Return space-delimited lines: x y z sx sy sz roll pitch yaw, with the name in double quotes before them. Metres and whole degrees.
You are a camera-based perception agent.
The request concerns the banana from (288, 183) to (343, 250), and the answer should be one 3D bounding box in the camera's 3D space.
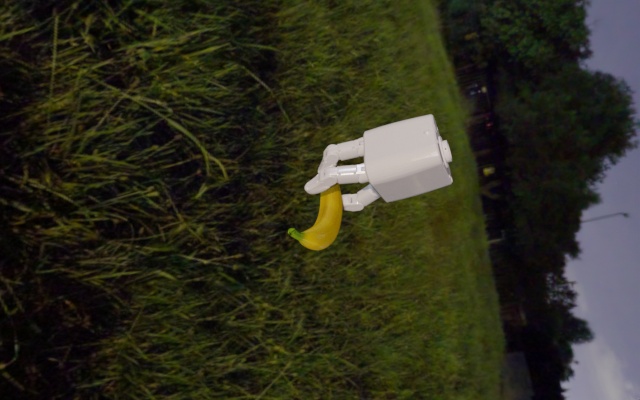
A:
"banana" 0.007 0.020 0.726 0.037 0.070 0.197 -16 23 23
